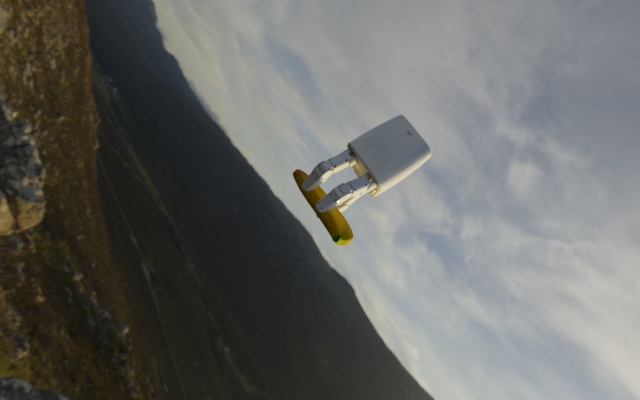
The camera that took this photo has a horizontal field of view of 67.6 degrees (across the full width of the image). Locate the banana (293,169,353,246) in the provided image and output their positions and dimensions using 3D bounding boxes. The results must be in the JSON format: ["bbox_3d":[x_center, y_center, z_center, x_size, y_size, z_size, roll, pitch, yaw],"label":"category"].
[{"bbox_3d":[0.009,0.016,0.797,0.037,0.070,0.197,-34,43,-1],"label":"banana"}]
